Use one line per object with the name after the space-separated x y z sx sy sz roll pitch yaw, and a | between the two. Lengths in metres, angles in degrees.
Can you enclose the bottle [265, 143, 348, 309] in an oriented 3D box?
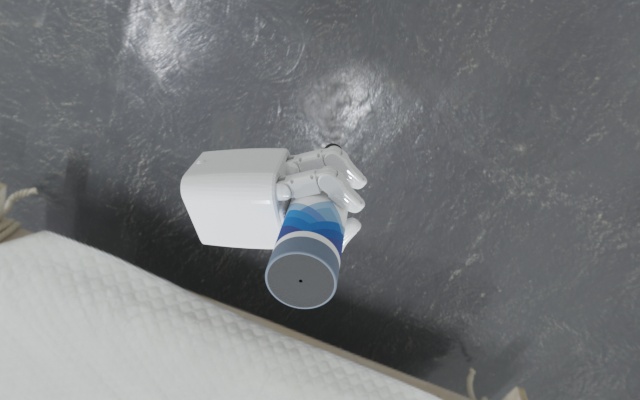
0.000 0.002 0.560 0.069 0.069 0.295 0 29 8 | bottle
